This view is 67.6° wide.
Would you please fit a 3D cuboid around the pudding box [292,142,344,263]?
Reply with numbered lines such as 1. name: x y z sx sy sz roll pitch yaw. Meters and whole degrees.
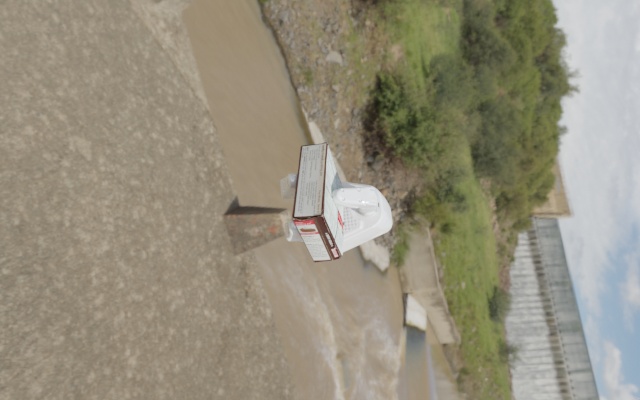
1. pudding box: 0.000 0.002 0.564 0.039 0.113 0.090 -9 -40 13
